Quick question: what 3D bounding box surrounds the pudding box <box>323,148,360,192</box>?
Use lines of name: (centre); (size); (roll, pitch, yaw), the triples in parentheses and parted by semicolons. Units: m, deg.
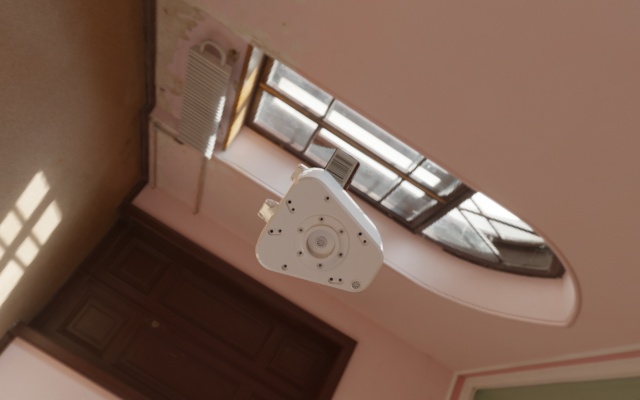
pudding box: (0.000, 0.002, 0.598); (0.039, 0.113, 0.090); (33, -22, 0)
